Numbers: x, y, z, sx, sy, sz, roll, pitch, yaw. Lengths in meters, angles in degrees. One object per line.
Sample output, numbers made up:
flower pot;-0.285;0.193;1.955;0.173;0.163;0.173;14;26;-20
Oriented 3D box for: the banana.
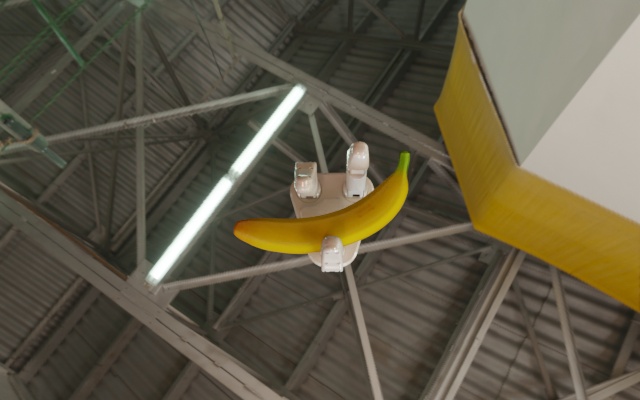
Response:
banana;0.011;0.017;0.497;0.198;0.069;0.037;-24;3;2
